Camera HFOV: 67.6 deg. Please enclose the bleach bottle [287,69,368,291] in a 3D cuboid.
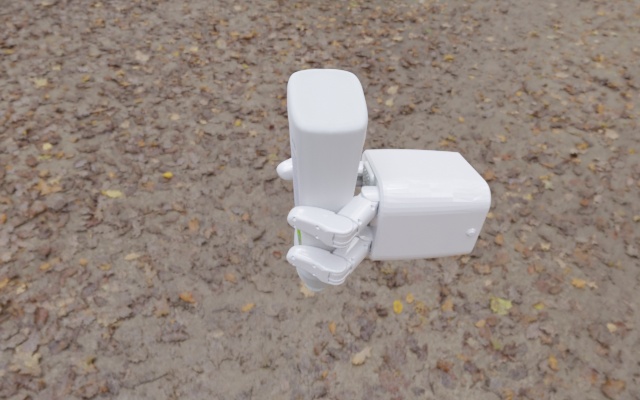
[{"bbox_3d":[0.000,0.002,0.493,0.068,0.251,0.102,-1,44,-5],"label":"bleach bottle"}]
